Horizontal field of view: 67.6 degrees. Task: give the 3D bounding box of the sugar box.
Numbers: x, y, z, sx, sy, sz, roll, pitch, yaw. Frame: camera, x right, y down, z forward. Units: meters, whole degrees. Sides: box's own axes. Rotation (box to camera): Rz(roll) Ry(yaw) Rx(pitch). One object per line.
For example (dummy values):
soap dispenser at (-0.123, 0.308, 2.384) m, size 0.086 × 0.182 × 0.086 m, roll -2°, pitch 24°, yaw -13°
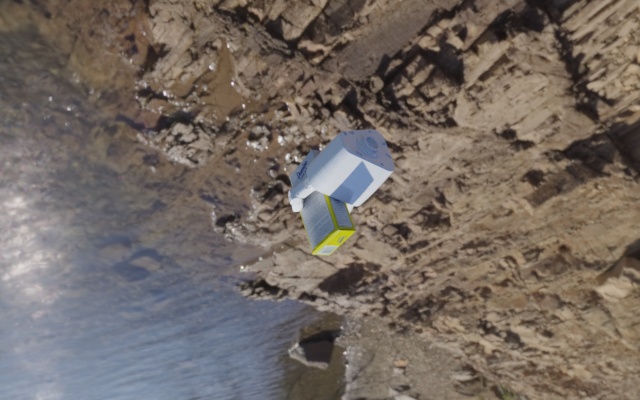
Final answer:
sugar box at (0.001, 0.003, 0.882) m, size 0.048 × 0.176 × 0.093 m, roll 8°, pitch -37°, yaw -34°
